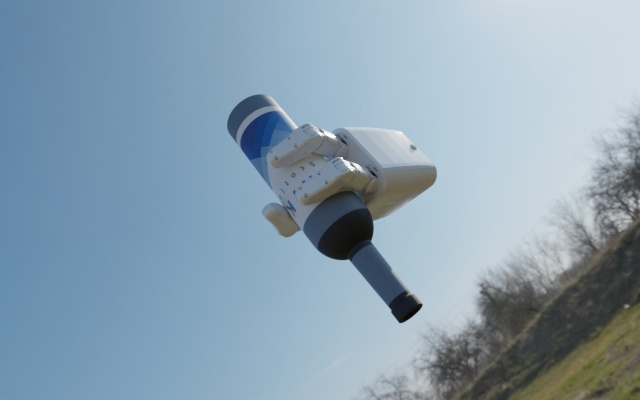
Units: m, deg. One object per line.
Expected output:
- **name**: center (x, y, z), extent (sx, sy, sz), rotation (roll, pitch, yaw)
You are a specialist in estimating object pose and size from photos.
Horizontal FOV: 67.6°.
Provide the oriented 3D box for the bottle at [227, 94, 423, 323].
- **bottle**: center (0.000, 0.001, 0.498), extent (0.069, 0.069, 0.295), rotation (0, 43, -50)
